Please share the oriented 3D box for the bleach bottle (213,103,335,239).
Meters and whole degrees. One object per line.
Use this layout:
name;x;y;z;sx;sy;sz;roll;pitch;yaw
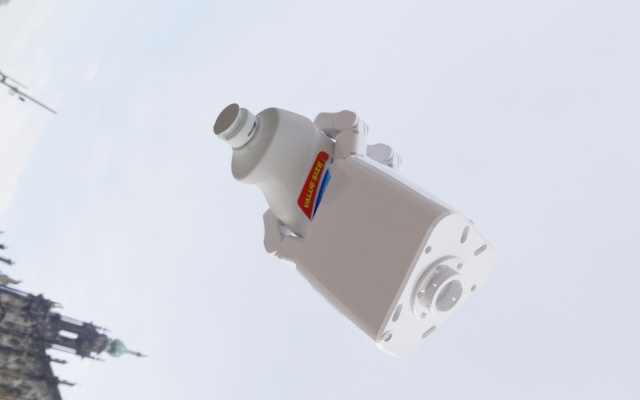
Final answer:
bleach bottle;0.000;0.001;0.442;0.251;0.102;0.068;36;0;-41
